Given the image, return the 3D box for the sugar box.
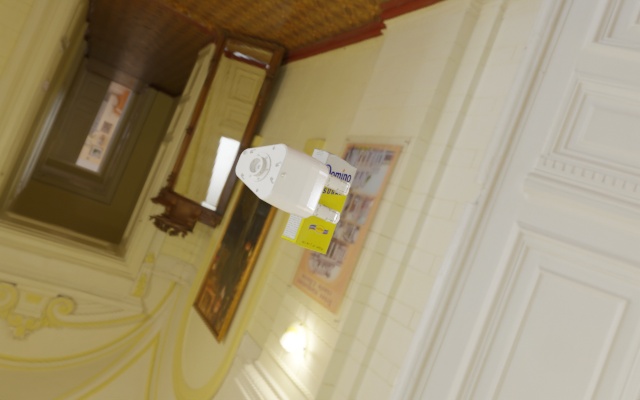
[{"bbox_3d":[0.000,0.003,0.884,0.048,0.176,0.093,20,-3,41],"label":"sugar box"}]
